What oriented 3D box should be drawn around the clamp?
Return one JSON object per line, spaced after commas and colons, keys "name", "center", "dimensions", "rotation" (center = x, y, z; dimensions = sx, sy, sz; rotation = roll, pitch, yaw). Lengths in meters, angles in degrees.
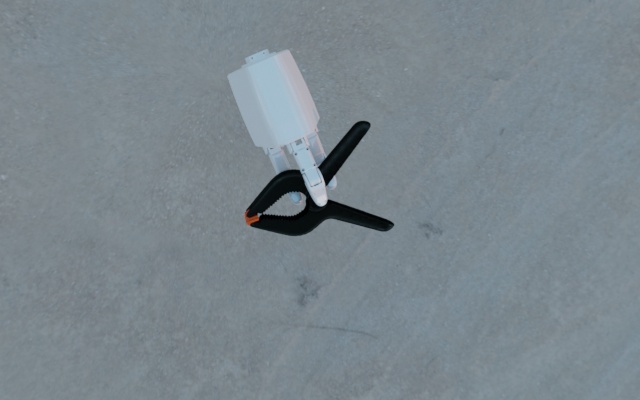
{"name": "clamp", "center": [0.000, 0.002, 0.668], "dimensions": [0.210, 0.164, 0.036], "rotation": [-25, 17, -5]}
